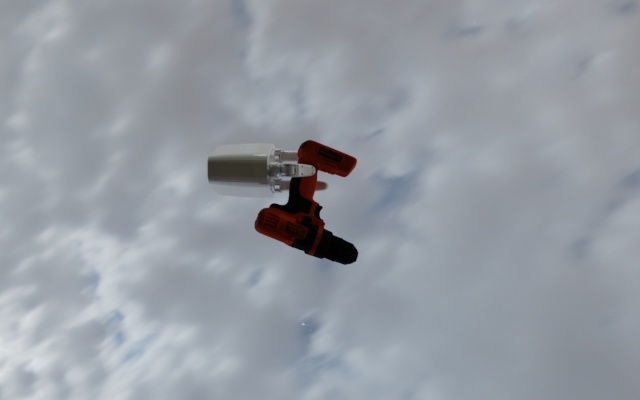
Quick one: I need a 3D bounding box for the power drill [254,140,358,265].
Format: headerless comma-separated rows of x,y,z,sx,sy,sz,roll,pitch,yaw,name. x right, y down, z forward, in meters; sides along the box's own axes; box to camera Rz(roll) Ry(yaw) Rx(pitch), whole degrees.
0.000,0.002,0.826,0.184,0.187,0.057,22,-18,-8,power drill
